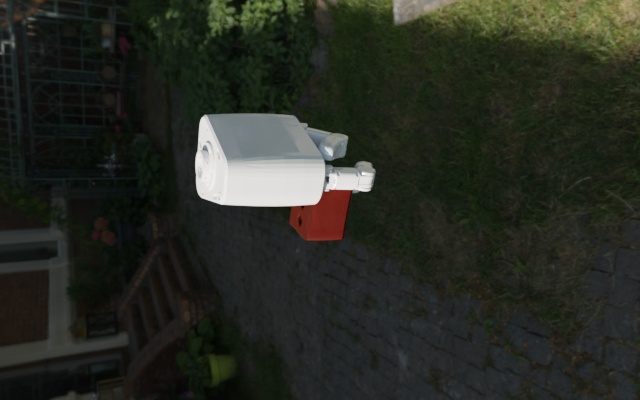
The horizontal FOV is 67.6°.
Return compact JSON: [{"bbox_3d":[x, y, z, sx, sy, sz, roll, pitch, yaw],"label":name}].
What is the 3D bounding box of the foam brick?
[{"bbox_3d":[0.000,0.002,0.560,0.051,0.078,0.053,-3,24,-29],"label":"foam brick"}]
